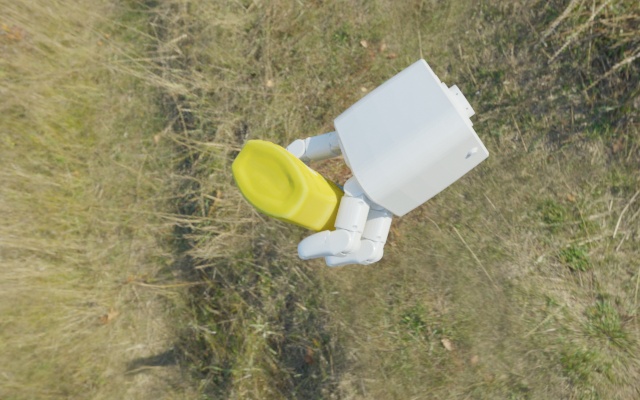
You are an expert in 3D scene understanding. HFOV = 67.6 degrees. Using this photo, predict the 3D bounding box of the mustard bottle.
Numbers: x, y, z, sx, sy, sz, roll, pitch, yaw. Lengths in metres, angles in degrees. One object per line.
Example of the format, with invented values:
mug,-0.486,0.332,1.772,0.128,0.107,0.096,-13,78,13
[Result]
mustard bottle,0.000,0.002,0.493,0.096,0.058,0.192,37,7,33
